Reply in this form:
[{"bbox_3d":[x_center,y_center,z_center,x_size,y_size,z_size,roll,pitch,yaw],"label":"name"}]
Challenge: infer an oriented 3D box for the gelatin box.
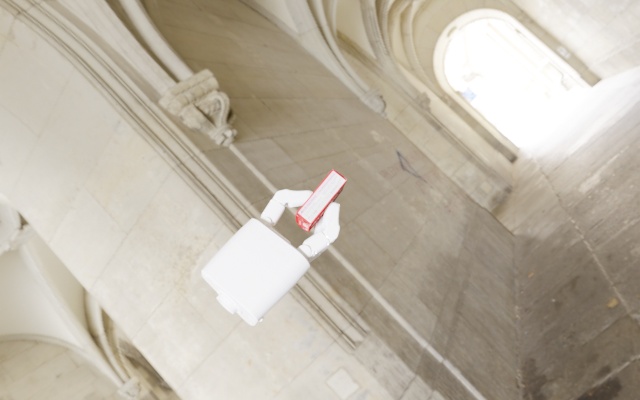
[{"bbox_3d":[0.000,0.002,0.712,0.030,0.089,0.073,38,-10,5],"label":"gelatin box"}]
